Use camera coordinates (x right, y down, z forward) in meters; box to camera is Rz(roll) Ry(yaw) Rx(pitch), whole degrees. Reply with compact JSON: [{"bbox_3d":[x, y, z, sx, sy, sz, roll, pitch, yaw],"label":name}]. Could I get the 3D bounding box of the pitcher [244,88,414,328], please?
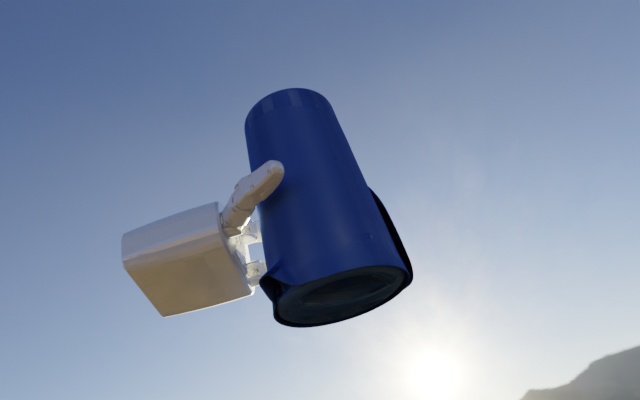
[{"bbox_3d":[0.000,0.002,0.513,0.145,0.242,0.149,-18,-31,3],"label":"pitcher"}]
